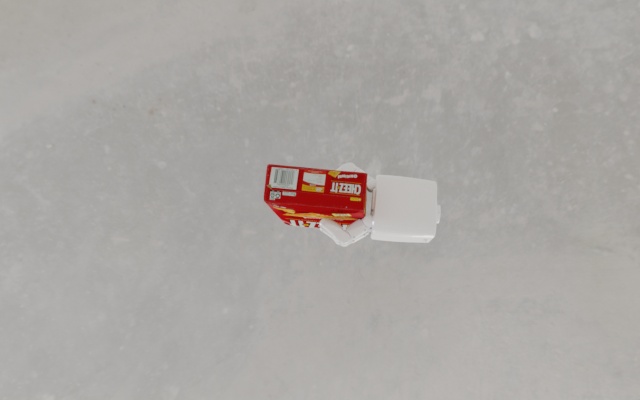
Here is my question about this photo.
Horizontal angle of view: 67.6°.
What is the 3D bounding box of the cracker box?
[{"bbox_3d":[0.000,0.003,0.852,0.164,0.072,0.214,5,-12,6],"label":"cracker box"}]
